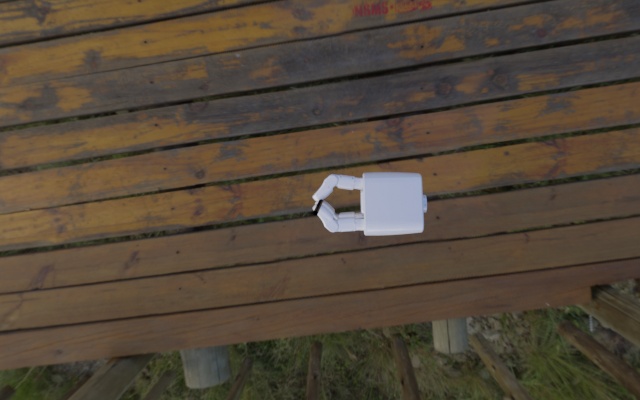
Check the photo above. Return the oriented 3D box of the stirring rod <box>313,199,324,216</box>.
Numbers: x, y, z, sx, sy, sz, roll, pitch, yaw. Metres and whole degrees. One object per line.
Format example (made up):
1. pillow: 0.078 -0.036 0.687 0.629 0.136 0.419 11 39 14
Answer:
1. stirring rod: 0.000 0.003 0.872 0.011 0.011 0.239 0 8 4
